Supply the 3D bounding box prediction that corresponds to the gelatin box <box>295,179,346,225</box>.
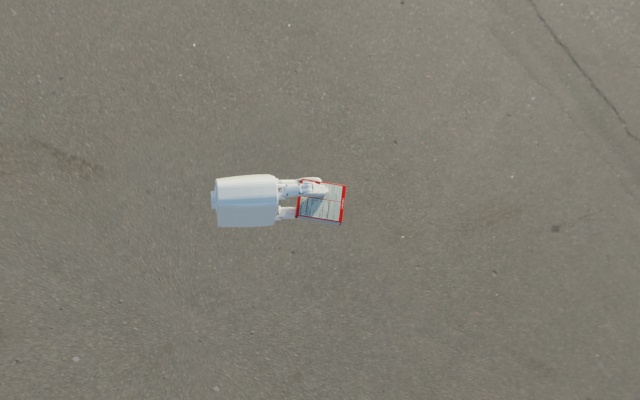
[{"bbox_3d":[0.001,0.003,0.898,0.089,0.073,0.030,9,-16,-7],"label":"gelatin box"}]
